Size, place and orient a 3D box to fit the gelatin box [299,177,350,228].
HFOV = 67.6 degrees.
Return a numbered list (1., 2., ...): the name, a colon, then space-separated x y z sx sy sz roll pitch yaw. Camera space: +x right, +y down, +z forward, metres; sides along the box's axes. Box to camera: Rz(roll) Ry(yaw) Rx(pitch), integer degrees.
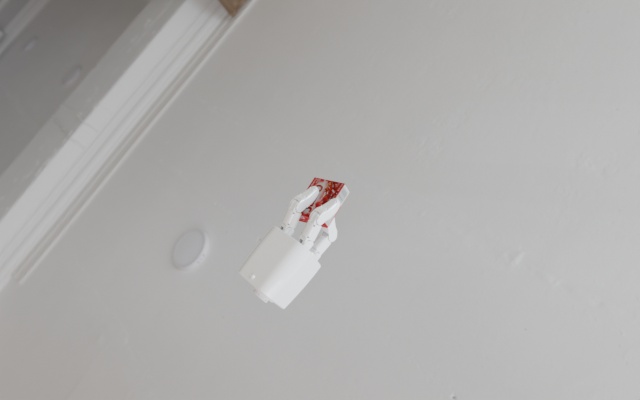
1. gelatin box: 0.000 0.003 0.880 0.073 0.089 0.030 14 -30 37
